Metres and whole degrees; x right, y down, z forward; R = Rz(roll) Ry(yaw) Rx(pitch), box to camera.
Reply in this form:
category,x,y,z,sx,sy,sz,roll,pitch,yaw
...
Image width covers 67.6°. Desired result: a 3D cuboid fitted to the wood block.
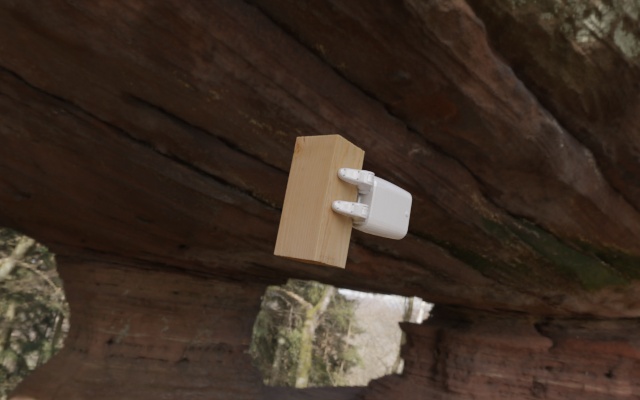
category,x,y,z,sx,sy,sz,roll,pitch,yaw
wood block,0.000,0.003,0.810,0.091,0.206,0.090,2,-13,38
